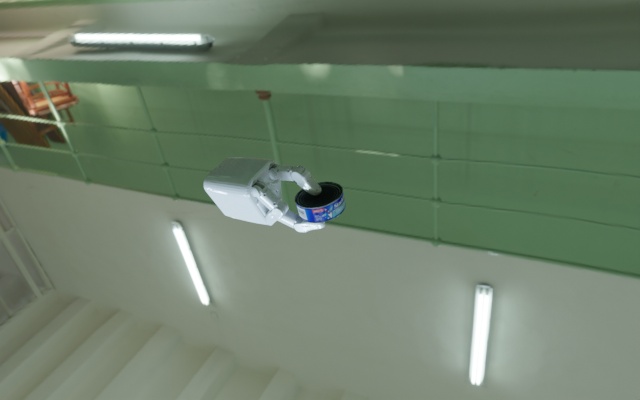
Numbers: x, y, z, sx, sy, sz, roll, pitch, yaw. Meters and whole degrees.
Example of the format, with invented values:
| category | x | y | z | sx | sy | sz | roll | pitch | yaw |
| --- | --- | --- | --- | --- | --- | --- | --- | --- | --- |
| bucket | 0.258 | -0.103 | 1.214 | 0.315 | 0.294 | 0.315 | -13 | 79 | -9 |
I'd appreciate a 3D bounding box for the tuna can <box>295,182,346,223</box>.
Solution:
| category | x | y | z | sx | sy | sz | roll | pitch | yaw |
| --- | --- | --- | --- | --- | --- | --- | --- | --- | --- |
| tuna can | 0.000 | 0.003 | 0.834 | 0.086 | 0.034 | 0.086 | -11 | 30 | 6 |
